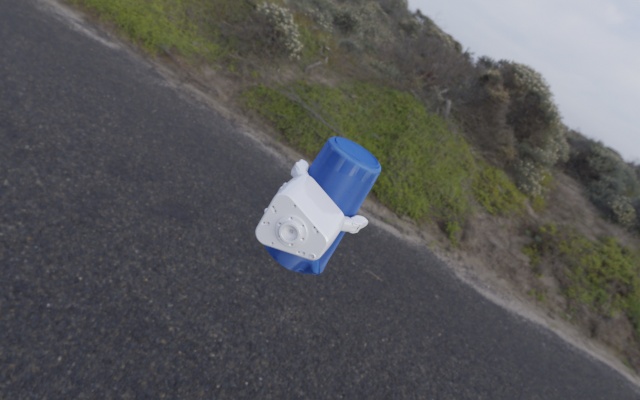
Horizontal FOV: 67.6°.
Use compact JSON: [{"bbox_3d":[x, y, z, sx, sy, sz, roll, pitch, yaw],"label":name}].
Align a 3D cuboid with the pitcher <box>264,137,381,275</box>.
[{"bbox_3d":[0.000,0.003,0.883,0.149,0.243,0.145,34,22,5],"label":"pitcher"}]
